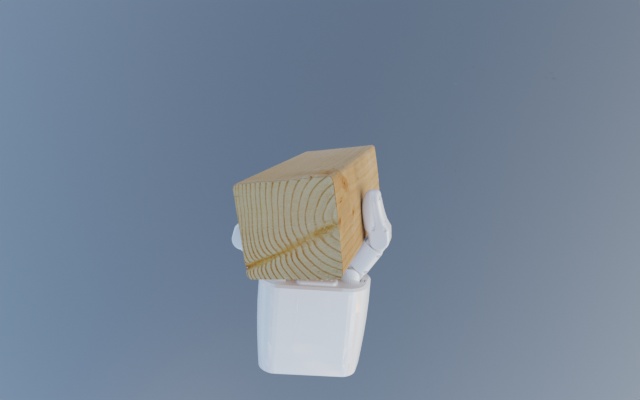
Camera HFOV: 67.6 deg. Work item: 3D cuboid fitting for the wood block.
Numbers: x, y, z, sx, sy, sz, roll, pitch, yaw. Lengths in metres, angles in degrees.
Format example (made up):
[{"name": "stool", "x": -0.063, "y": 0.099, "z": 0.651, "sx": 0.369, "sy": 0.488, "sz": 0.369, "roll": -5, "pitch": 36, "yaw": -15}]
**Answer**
[{"name": "wood block", "x": 0.000, "y": 0.002, "z": 0.497, "sx": 0.091, "sy": 0.090, "sz": 0.206, "roll": -3, "pitch": 13, "yaw": 16}]
